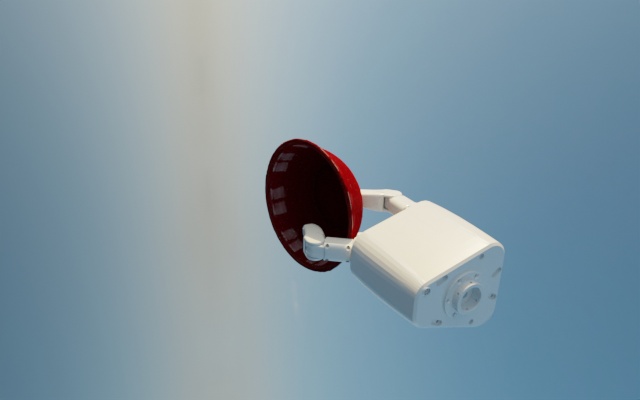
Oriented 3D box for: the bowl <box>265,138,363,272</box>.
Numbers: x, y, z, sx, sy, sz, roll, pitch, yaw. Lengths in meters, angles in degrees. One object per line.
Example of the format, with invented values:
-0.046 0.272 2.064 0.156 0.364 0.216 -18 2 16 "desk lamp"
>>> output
0.000 0.001 0.581 0.055 0.162 0.162 -17 10 -39 "bowl"
